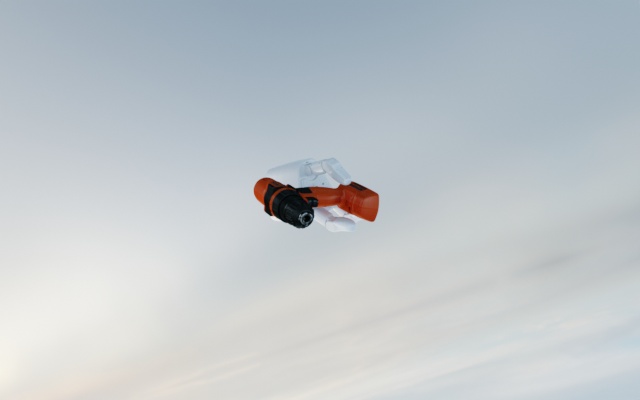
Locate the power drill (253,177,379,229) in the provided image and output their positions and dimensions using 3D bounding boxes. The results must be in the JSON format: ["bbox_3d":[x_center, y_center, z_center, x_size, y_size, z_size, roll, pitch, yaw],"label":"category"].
[{"bbox_3d":[0.000,0.003,0.787,0.187,0.057,0.184,2,16,-28],"label":"power drill"}]
